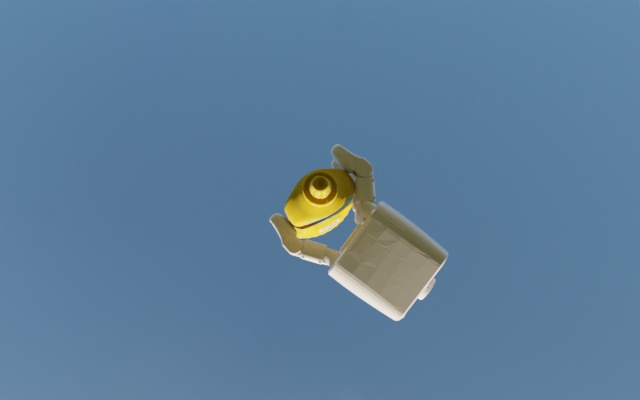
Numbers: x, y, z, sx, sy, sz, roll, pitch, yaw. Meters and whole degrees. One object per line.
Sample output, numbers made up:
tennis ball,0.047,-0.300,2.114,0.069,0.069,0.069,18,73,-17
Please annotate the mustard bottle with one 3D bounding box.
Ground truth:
mustard bottle,0.000,0.002,0.622,0.096,0.058,0.192,-29,-10,-6
